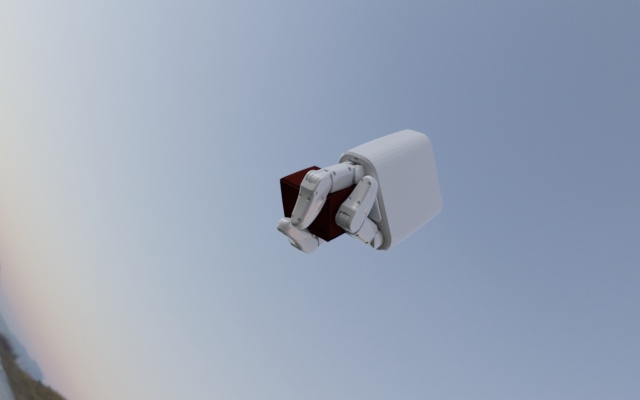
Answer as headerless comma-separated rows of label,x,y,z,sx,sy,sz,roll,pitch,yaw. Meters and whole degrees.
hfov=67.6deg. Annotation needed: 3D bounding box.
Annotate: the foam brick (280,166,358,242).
foam brick,0.000,0.002,0.530,0.051,0.053,0.078,-26,37,-35
